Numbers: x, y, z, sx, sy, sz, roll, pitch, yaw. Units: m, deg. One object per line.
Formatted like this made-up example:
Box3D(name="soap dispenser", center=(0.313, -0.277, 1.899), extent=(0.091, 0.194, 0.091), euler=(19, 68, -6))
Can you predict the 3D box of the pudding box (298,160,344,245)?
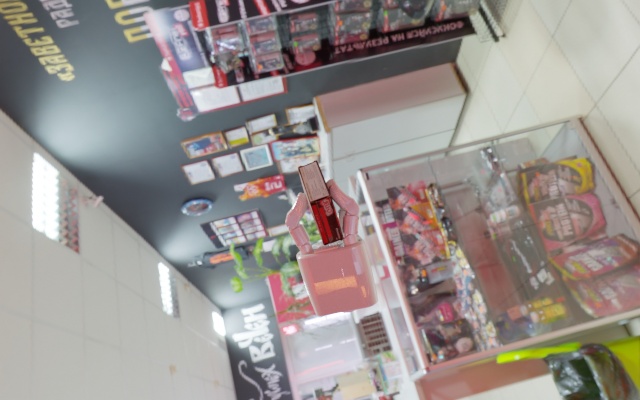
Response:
Box3D(name="pudding box", center=(0.000, 0.003, 0.764), extent=(0.039, 0.090, 0.113), euler=(-19, 36, -3))
